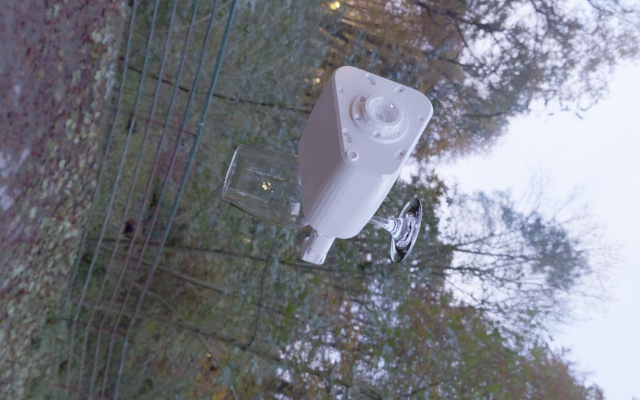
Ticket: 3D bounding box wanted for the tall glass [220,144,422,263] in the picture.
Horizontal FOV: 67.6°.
[{"bbox_3d":[0.001,0.002,0.507,0.201,0.079,0.079,18,-2,-7],"label":"tall glass"}]
